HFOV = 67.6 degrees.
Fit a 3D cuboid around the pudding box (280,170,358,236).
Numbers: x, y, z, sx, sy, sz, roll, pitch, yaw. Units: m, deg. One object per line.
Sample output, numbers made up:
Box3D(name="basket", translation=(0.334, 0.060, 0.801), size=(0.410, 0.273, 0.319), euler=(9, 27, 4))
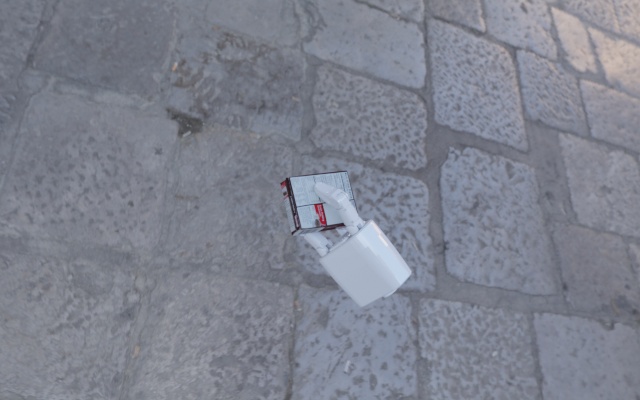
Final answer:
Box3D(name="pudding box", translation=(0.000, 0.003, 0.770), size=(0.113, 0.090, 0.039), euler=(-7, -14, -29))
